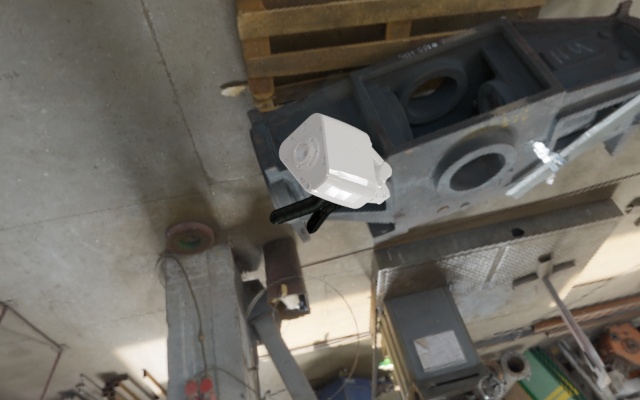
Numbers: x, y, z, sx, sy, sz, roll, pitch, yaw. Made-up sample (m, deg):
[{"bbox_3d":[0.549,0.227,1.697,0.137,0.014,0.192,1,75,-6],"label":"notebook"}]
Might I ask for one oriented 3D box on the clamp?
[{"bbox_3d":[0.001,0.003,0.790,0.171,0.039,0.120,-41,-26,30],"label":"clamp"}]
